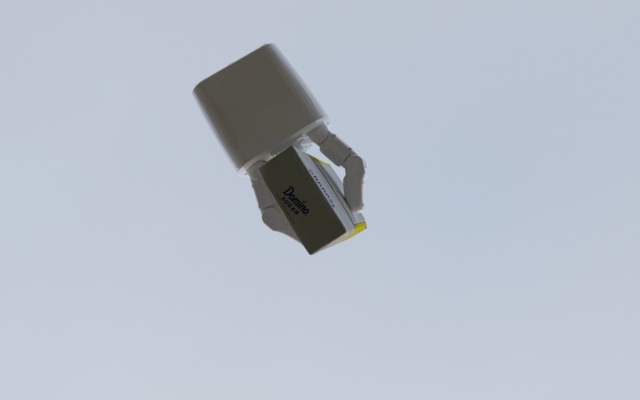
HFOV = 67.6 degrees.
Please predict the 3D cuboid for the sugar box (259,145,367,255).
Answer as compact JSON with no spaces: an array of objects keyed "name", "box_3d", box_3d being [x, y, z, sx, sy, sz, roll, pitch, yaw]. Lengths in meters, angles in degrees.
[{"name":"sugar box","box_3d":[0.000,0.002,0.495,0.048,0.093,0.176,-34,-8,11]}]
